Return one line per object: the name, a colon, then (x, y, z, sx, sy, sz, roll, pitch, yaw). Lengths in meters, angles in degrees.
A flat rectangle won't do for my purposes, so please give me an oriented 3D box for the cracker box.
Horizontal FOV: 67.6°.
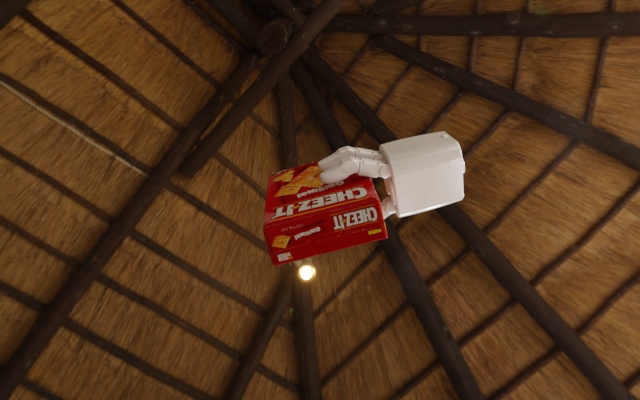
cracker box: (0.000, 0.003, 0.737, 0.164, 0.072, 0.213, -15, 22, 2)
